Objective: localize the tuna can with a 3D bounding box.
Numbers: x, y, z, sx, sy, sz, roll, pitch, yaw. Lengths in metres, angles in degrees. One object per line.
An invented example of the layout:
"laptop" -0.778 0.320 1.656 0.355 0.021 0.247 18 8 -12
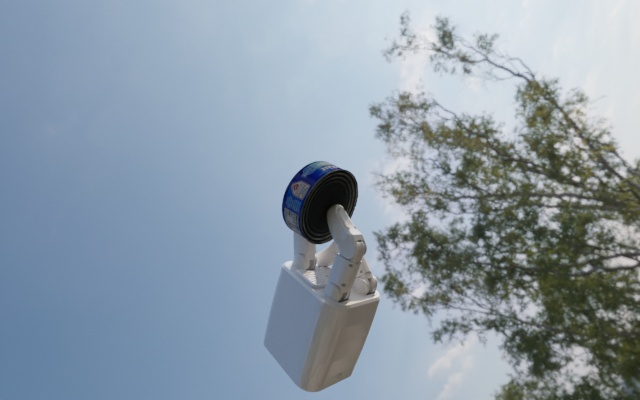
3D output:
"tuna can" 0.000 0.001 0.512 0.033 0.086 0.086 28 18 37
